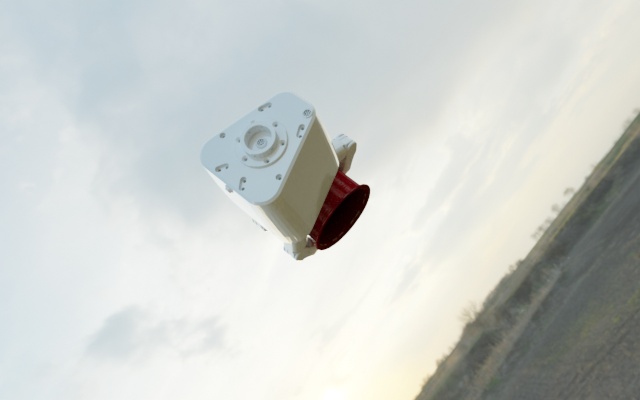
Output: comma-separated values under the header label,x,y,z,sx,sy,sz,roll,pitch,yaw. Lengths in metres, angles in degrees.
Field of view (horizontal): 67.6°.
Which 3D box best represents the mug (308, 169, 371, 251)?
label,x,y,z,sx,sy,sz,roll,pitch,yaw
mug,0.000,0.002,0.570,0.081,0.093,0.117,38,-10,22
